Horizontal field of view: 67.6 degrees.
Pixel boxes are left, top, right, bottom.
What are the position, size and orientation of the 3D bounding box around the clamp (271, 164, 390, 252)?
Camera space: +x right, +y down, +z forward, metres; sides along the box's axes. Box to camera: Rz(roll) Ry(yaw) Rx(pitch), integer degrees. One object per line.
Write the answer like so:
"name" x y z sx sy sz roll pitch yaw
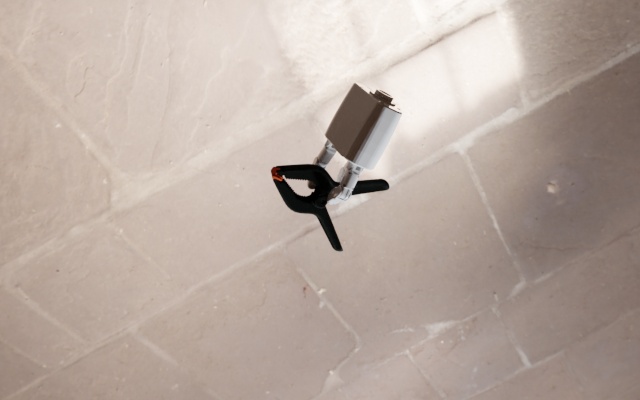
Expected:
"clamp" 0.000 0.003 0.854 0.210 0.164 0.036 20 21 -21
